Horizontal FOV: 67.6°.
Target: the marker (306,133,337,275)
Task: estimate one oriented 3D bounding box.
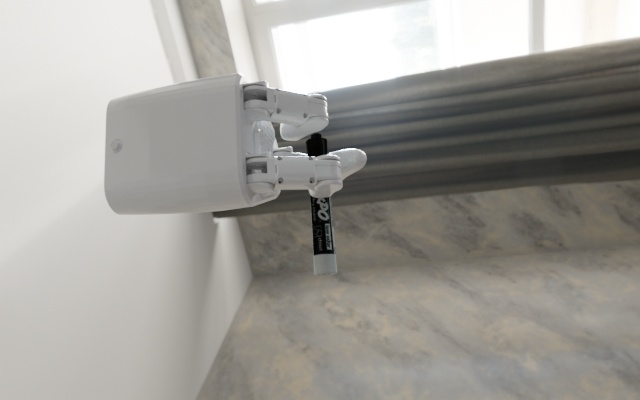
[{"bbox_3d":[0.000,0.001,0.401,0.020,0.121,0.020,-4,-14,-1],"label":"marker"}]
